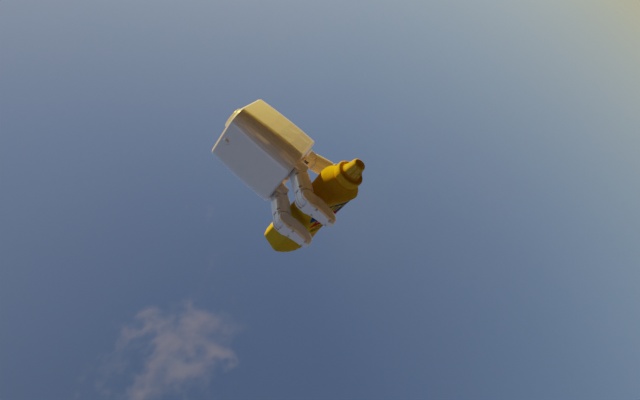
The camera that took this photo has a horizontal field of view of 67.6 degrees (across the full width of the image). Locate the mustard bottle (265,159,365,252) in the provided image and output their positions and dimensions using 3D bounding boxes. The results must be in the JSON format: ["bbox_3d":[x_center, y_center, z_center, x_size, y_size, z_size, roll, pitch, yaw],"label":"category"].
[{"bbox_3d":[0.000,0.003,0.694,0.096,0.058,0.192,-20,-19,-47],"label":"mustard bottle"}]
